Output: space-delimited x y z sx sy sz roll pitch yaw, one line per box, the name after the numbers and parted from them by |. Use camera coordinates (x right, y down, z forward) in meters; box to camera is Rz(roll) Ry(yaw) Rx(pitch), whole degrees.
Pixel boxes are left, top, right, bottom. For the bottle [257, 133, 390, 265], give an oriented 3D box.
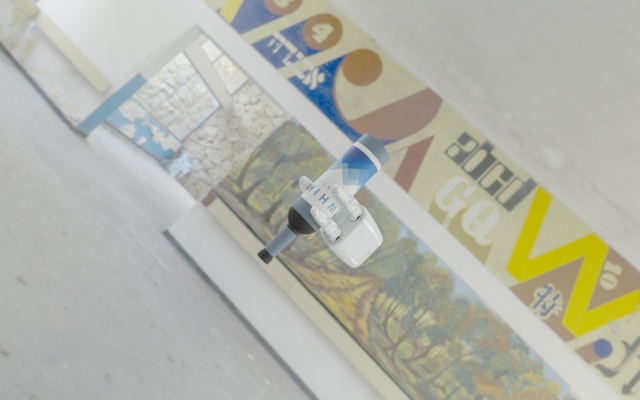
0.000 0.003 0.866 0.295 0.069 0.069 -44 5 -5 | bottle
